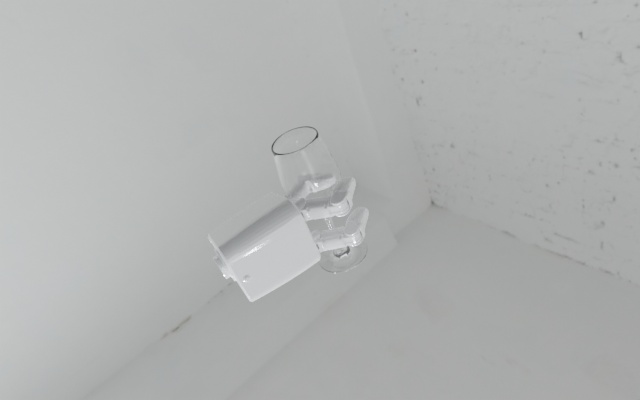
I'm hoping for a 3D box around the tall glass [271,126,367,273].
[{"bbox_3d":[0.000,0.003,0.639,0.079,0.201,0.079,-15,34,11],"label":"tall glass"}]
